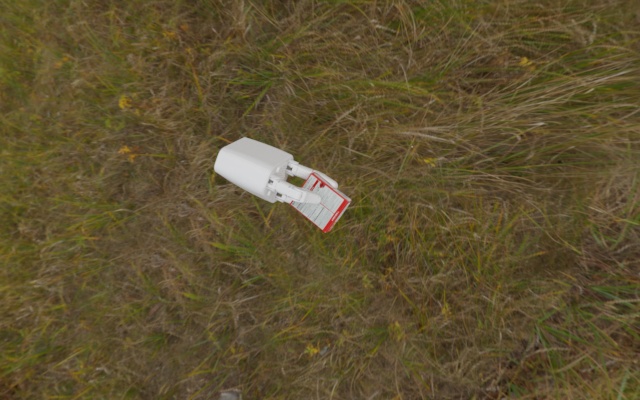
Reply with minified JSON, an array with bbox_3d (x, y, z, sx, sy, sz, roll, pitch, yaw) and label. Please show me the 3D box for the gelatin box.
[{"bbox_3d":[0.000,0.003,0.869,0.089,0.073,0.030,38,14,13],"label":"gelatin box"}]
